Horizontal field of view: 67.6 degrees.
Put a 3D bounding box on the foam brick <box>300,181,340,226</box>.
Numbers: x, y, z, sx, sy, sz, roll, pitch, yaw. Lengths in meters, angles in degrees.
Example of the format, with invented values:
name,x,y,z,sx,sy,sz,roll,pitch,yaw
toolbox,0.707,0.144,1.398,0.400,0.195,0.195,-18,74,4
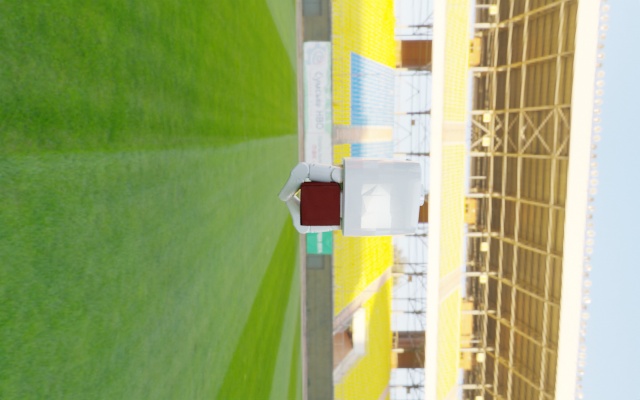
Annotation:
name,x,y,z,sx,sy,sz,roll,pitch,yaw
foam brick,0.000,0.002,0.633,0.051,0.053,0.078,1,8,0
